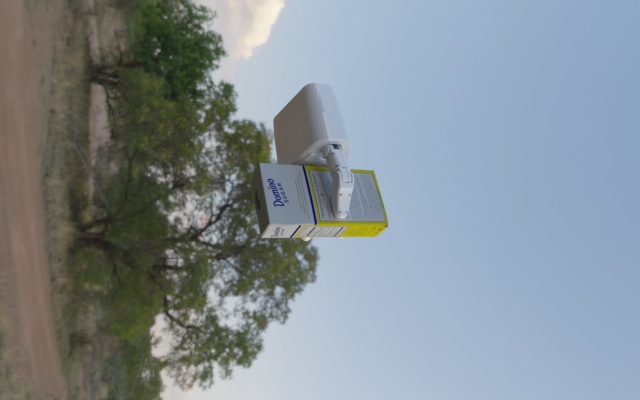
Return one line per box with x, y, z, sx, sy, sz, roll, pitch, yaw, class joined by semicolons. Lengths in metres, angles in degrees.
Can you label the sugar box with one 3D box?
0.000;0.002;0.645;0.176;0.093;0.048;1;-31;-24;sugar box
